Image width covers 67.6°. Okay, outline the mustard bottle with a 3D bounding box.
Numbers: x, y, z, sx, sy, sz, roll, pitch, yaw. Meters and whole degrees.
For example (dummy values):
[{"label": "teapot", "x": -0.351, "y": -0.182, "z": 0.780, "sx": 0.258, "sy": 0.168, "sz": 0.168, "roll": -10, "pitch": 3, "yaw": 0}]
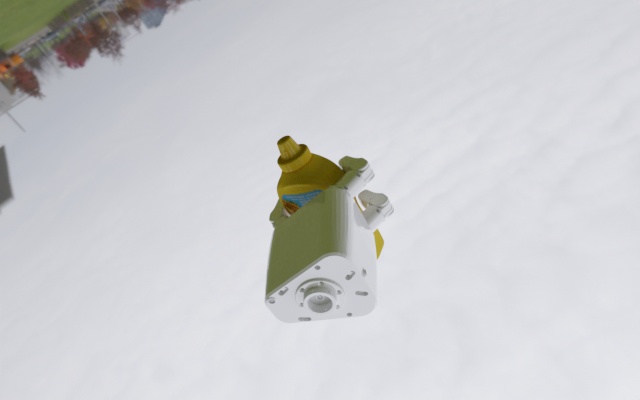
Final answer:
[{"label": "mustard bottle", "x": 0.000, "y": 0.002, "z": 0.591, "sx": 0.096, "sy": 0.192, "sz": 0.058, "roll": -6, "pitch": 38, "yaw": 36}]
